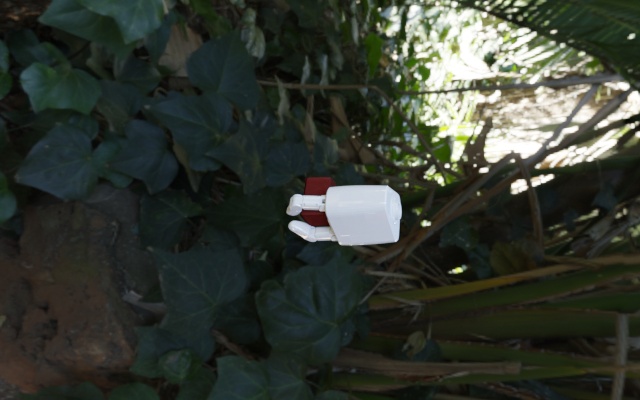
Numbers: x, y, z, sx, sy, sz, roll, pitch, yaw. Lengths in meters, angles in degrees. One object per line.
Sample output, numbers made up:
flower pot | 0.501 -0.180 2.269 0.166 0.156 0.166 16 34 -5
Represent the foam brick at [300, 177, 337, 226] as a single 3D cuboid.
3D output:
foam brick | 0.000 0.003 0.869 0.051 0.078 0.053 -3 -27 21
